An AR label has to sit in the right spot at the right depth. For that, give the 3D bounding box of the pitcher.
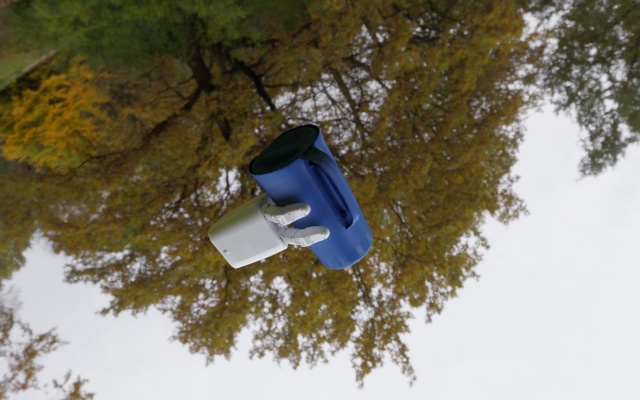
[{"bbox_3d":[0.000,0.003,0.813,0.145,0.243,0.149,-25,29,16],"label":"pitcher"}]
